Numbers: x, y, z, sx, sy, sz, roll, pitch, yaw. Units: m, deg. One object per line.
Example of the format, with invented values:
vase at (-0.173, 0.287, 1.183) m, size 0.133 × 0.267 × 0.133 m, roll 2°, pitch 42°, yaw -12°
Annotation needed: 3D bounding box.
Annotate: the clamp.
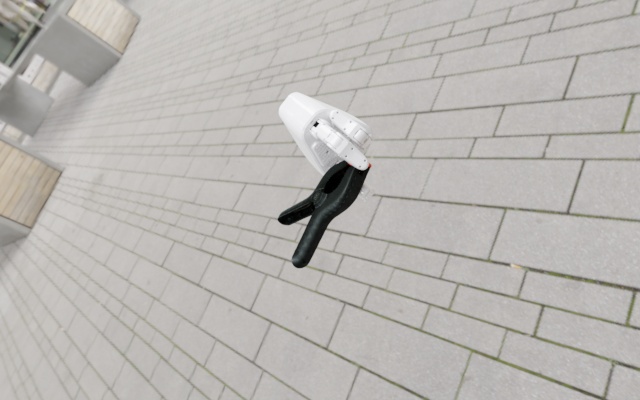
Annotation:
clamp at (0.000, 0.002, 0.674) m, size 0.039 × 0.171 × 0.120 m, roll 35°, pitch 8°, yaw -38°
